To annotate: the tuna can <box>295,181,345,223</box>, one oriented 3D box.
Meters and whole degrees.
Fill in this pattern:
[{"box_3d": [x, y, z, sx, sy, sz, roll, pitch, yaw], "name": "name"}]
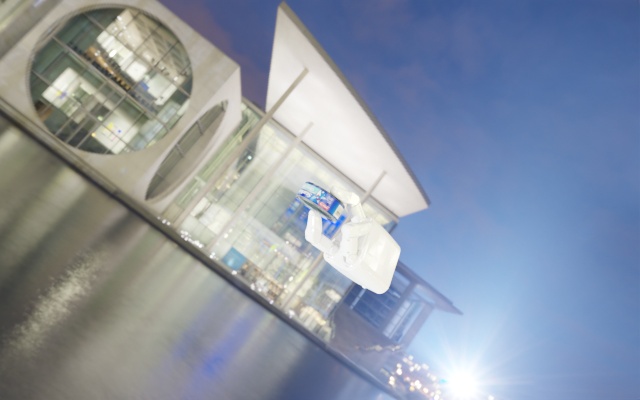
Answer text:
[{"box_3d": [0.000, 0.002, 0.844, 0.086, 0.033, 0.086, 32, -8, 5], "name": "tuna can"}]
